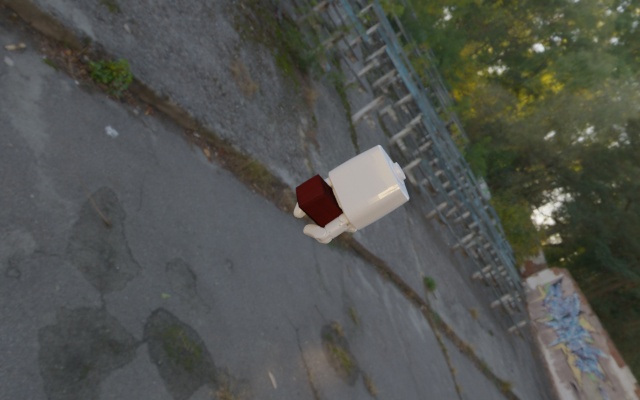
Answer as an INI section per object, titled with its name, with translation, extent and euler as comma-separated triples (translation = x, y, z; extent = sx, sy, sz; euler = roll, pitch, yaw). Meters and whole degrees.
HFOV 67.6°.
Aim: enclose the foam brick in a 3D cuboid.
[foam brick]
translation = 0.000, 0.003, 0.836
extent = 0.051, 0.053, 0.078
euler = -30, -47, 16
